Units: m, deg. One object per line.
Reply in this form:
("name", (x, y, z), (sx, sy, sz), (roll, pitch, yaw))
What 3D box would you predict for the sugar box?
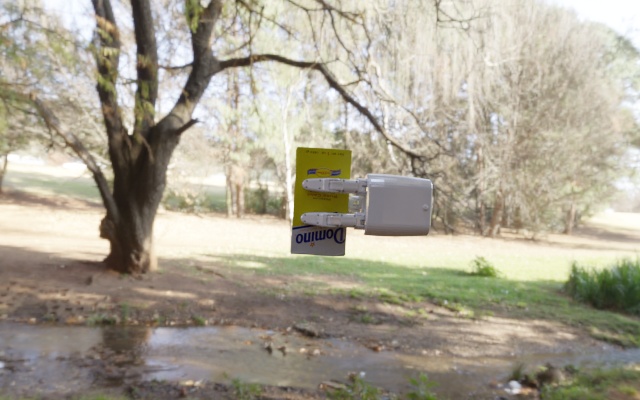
("sugar box", (0.000, 0.002, 0.792), (0.093, 0.176, 0.048), (3, -1, -3))
